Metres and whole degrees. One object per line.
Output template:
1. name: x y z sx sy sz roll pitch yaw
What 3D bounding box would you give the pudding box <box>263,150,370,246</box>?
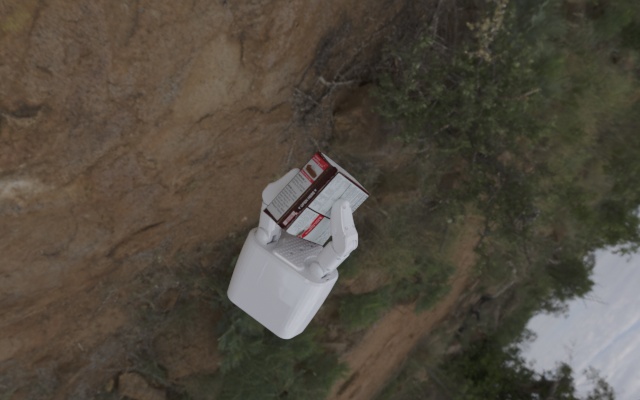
1. pudding box: 0.000 0.002 0.543 0.039 0.090 0.113 45 6 24
